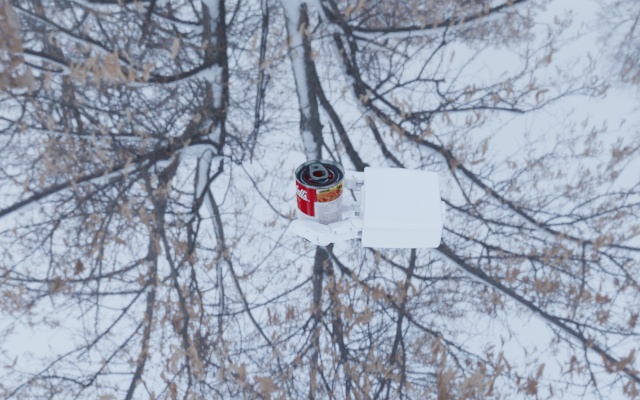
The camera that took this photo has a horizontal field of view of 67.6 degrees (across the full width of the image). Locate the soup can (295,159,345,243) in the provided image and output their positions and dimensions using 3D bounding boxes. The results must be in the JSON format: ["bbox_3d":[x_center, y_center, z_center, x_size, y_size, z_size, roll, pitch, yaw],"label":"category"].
[{"bbox_3d":[0.000,0.003,0.674,0.068,0.102,0.068,-1,38,1],"label":"soup can"}]
